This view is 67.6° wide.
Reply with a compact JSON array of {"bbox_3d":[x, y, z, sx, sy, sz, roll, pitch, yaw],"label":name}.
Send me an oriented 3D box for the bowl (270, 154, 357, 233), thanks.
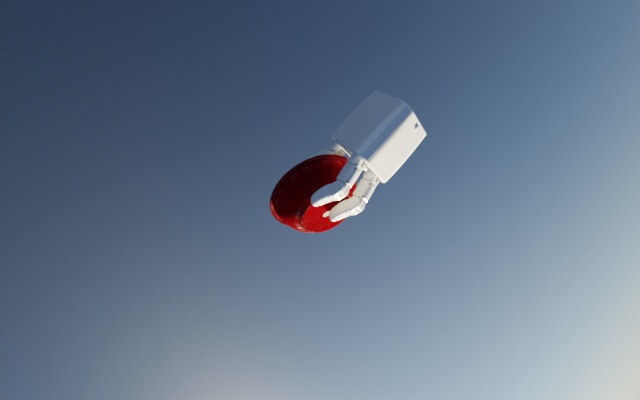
[{"bbox_3d":[-0.001,0.004,0.793,0.162,0.162,0.055,0,43,-35],"label":"bowl"}]
